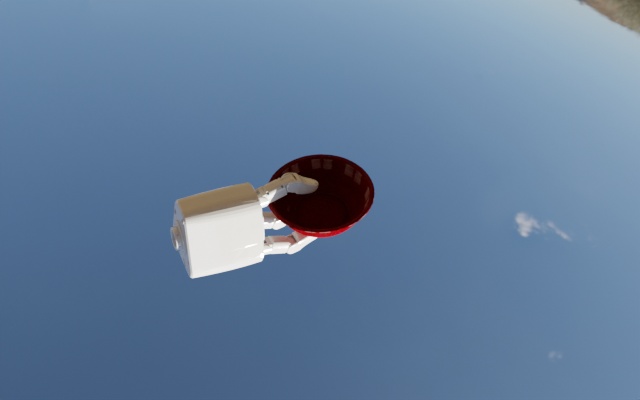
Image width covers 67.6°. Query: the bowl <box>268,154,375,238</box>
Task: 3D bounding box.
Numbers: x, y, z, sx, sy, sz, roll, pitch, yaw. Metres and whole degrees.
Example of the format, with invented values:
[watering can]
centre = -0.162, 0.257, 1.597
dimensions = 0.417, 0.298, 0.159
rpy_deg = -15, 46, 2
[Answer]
[bowl]
centre = 0.001, 0.002, 0.728
dimensions = 0.162, 0.162, 0.055
rpy_deg = 0, -43, 2
